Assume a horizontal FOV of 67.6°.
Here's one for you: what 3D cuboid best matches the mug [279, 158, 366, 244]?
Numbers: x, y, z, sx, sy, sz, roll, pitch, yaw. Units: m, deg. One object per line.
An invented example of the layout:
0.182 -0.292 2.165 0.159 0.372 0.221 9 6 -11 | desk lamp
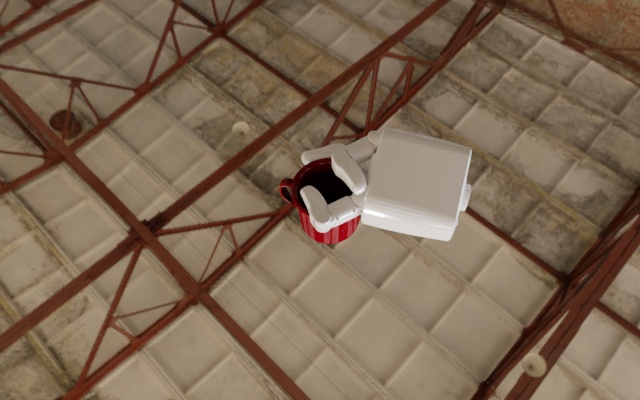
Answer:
-0.001 0.002 0.629 0.117 0.093 0.081 15 -29 12 | mug
